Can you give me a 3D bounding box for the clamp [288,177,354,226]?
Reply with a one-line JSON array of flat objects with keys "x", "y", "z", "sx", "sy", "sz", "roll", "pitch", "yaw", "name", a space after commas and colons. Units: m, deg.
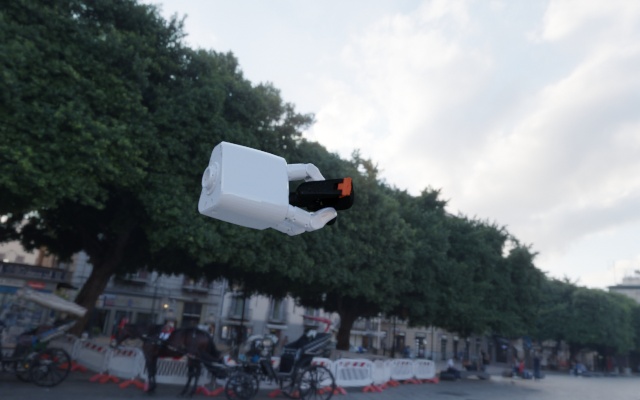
[{"x": 0.000, "y": 0.002, "z": 0.793, "sx": 0.164, "sy": 0.036, "sz": 0.210, "roll": 16, "pitch": -19, "yaw": -31, "name": "clamp"}]
